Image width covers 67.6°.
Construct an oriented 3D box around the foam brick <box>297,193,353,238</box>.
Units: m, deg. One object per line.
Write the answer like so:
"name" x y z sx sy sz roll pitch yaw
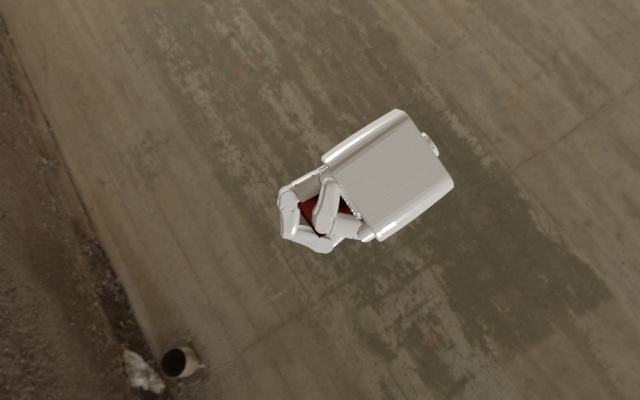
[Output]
"foam brick" 0.000 0.002 0.594 0.051 0.053 0.078 -35 18 2
